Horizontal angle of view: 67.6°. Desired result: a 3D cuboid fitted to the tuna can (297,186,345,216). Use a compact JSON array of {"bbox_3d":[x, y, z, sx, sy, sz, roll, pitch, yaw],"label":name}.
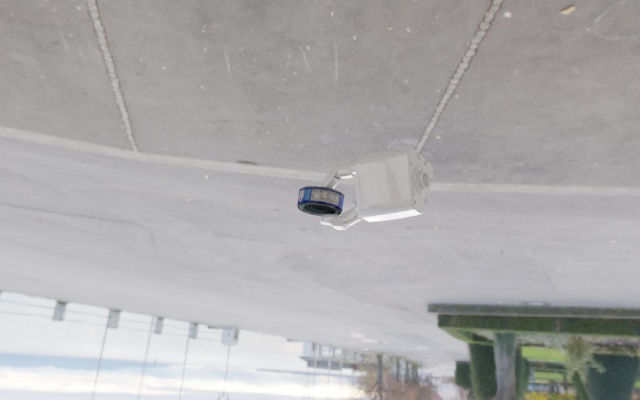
[{"bbox_3d":[0.000,0.003,0.883,0.086,0.033,0.086,8,-16,2],"label":"tuna can"}]
